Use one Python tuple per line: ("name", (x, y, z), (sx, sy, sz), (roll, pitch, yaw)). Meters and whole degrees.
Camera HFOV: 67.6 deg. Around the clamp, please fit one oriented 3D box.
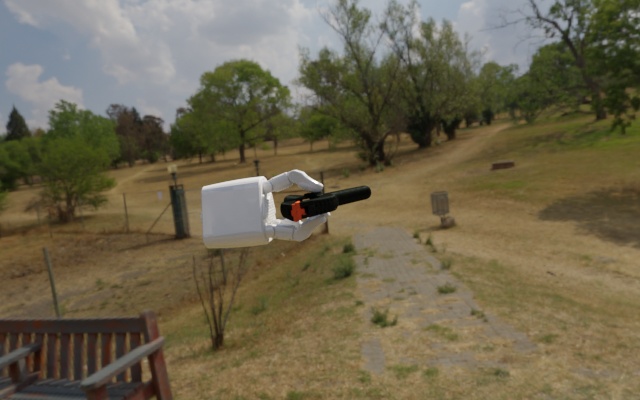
("clamp", (0.000, 0.002, 0.794), (0.164, 0.036, 0.210), (-9, 5, 9))
